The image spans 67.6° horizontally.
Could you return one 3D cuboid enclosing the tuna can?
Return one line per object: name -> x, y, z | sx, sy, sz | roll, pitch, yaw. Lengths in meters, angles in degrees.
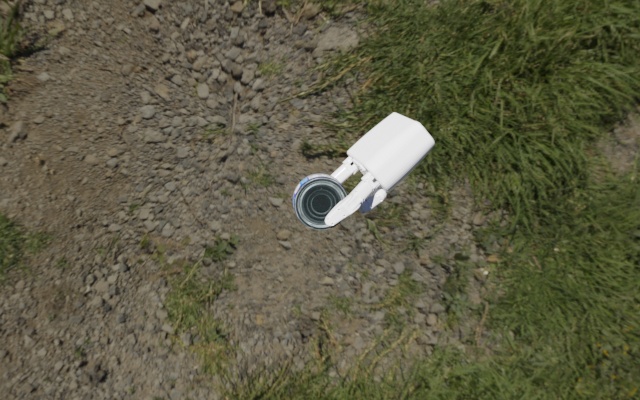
tuna can -> 0.000, 0.003, 0.743 | 0.086, 0.086, 0.033 | 0, 13, -6
